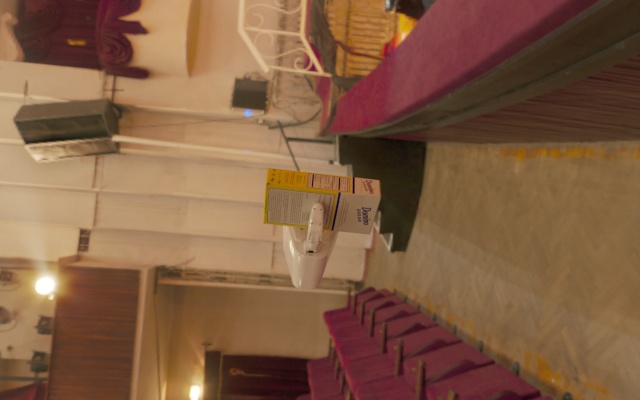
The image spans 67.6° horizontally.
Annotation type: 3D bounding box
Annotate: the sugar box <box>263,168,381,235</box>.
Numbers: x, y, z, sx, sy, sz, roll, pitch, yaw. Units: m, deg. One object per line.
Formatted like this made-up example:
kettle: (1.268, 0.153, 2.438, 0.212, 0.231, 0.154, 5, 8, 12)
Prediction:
sugar box: (0.000, 0.002, 0.754, 0.176, 0.048, 0.093, 5, -43, -5)
